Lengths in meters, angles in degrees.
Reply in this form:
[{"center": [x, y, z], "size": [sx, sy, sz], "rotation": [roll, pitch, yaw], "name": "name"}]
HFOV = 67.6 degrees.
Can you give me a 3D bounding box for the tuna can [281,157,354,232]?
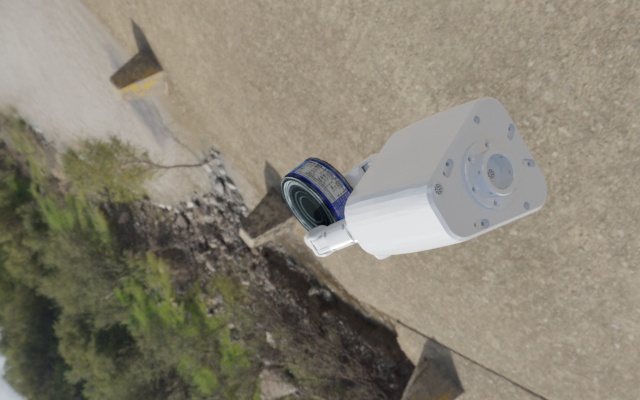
[{"center": [0.000, 0.002, 0.477], "size": [0.033, 0.086, 0.086], "rotation": [-39, 18, -23], "name": "tuna can"}]
